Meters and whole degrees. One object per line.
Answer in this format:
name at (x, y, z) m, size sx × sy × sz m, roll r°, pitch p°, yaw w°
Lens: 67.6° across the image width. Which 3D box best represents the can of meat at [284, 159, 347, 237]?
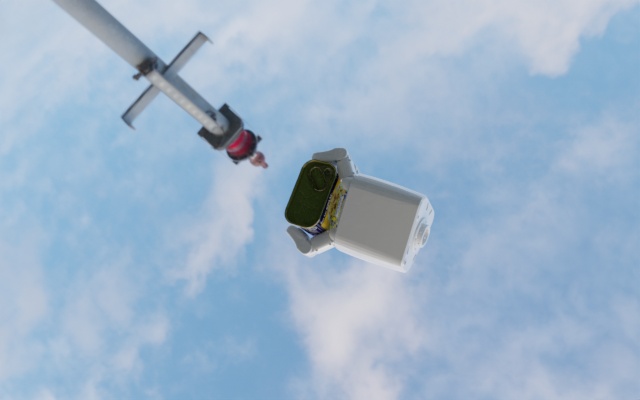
can of meat at (0.000, 0.003, 0.716) m, size 0.057 × 0.102 × 0.084 m, roll 15°, pitch -13°, yaw 27°
